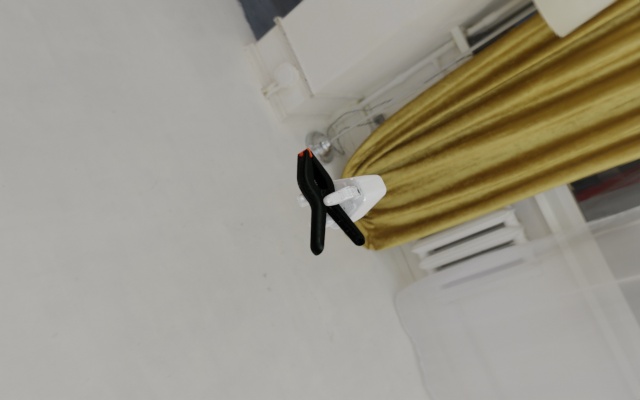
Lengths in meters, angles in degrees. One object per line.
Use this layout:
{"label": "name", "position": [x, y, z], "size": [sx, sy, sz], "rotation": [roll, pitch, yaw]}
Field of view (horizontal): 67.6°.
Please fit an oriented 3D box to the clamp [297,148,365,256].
{"label": "clamp", "position": [0.001, 0.002, 0.878], "size": [0.036, 0.210, 0.164], "rotation": [-28, -7, 30]}
